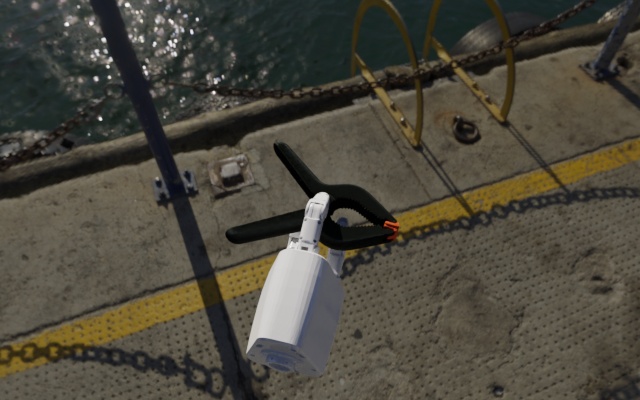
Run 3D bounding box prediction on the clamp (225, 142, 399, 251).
[{"bbox_3d":[0.001,0.002,0.622,0.210,0.164,0.036,11,-31,8],"label":"clamp"}]
